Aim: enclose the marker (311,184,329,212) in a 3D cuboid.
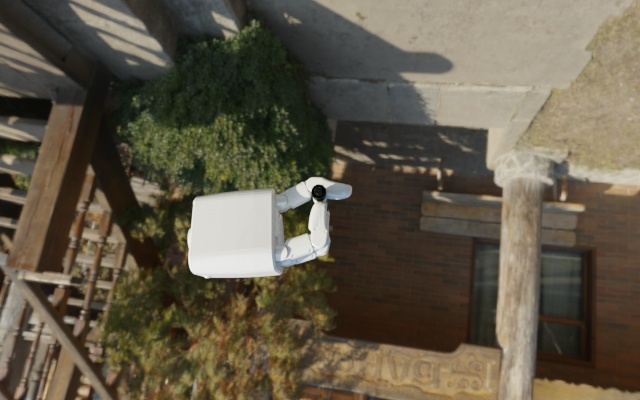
[{"bbox_3d":[0.000,0.002,0.637,0.020,0.020,0.121,0,-14,3],"label":"marker"}]
